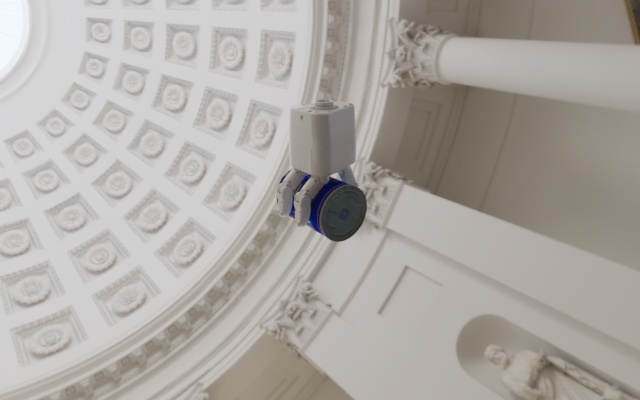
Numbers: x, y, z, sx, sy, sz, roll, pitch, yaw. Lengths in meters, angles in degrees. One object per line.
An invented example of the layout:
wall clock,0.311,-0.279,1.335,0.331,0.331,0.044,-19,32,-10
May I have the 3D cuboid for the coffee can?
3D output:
coffee can,0.000,0.003,0.869,0.103,0.103,0.140,0,17,-40
